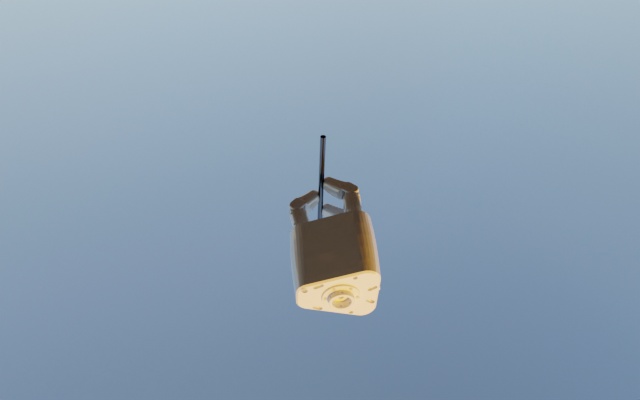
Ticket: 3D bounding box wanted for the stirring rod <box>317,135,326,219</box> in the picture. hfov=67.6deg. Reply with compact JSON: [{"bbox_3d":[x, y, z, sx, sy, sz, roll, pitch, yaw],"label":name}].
[{"bbox_3d":[0.000,0.002,0.728,0.011,0.240,0.011,1,42,-1],"label":"stirring rod"}]
